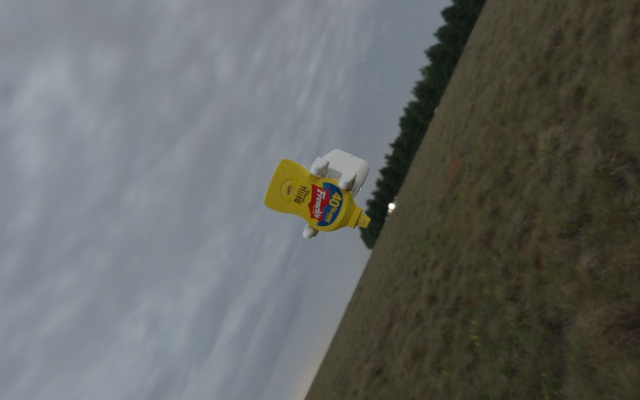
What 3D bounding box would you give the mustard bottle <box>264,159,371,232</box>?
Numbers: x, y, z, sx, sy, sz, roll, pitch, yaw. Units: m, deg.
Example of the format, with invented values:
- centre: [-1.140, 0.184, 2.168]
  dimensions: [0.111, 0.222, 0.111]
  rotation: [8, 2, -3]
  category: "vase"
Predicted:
- centre: [0.000, 0.003, 0.864]
  dimensions: [0.191, 0.096, 0.058]
  rotation: [24, 5, 8]
  category: "mustard bottle"
